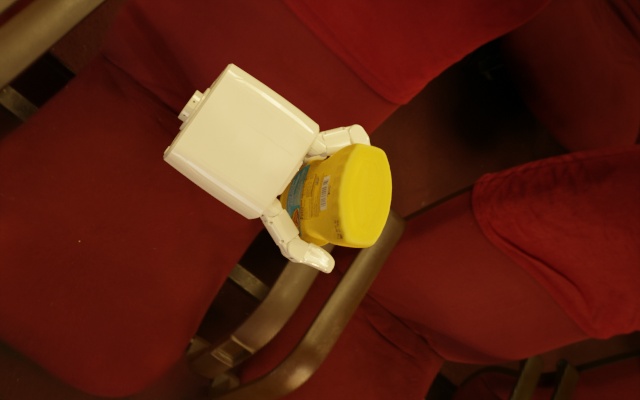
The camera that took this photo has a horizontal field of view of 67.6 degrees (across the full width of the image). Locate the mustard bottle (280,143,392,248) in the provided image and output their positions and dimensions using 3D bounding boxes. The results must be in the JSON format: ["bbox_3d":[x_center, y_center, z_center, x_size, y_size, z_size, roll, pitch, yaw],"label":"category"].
[{"bbox_3d":[0.000,0.002,0.517,0.058,0.096,0.191,9,-9,-25],"label":"mustard bottle"}]
